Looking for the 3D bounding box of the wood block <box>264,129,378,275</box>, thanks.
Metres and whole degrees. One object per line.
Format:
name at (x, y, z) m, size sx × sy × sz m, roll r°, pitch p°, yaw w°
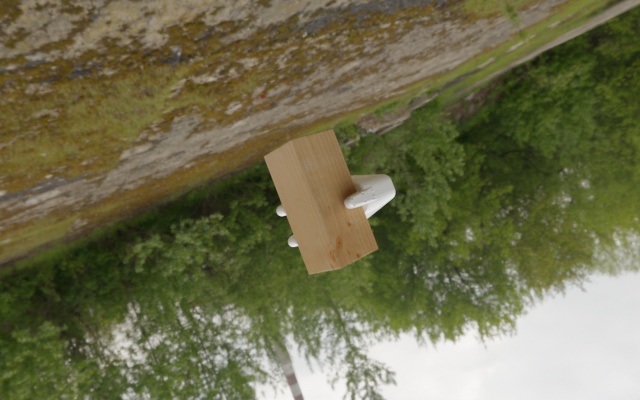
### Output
wood block at (0.001, 0.002, 0.768) m, size 0.090 × 0.206 × 0.091 m, roll -21°, pitch 0°, yaw -39°
